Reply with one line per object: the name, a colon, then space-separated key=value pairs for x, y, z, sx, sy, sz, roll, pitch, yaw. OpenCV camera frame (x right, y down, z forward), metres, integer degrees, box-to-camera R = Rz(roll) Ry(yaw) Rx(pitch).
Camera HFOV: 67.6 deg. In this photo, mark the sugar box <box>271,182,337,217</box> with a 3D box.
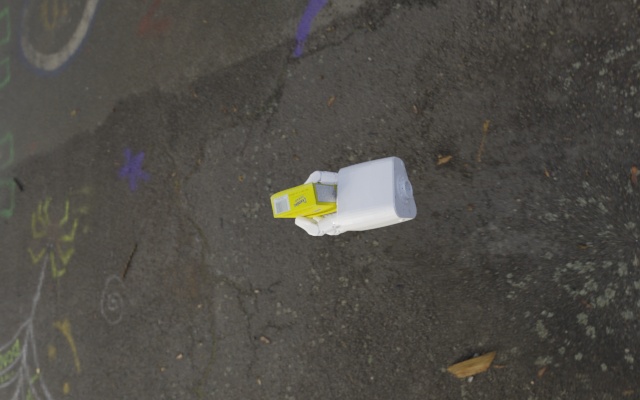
sugar box: x=0.000 y=0.003 z=0.872 sx=0.093 sy=0.048 sz=0.176 roll=-16 pitch=-13 yaw=32
